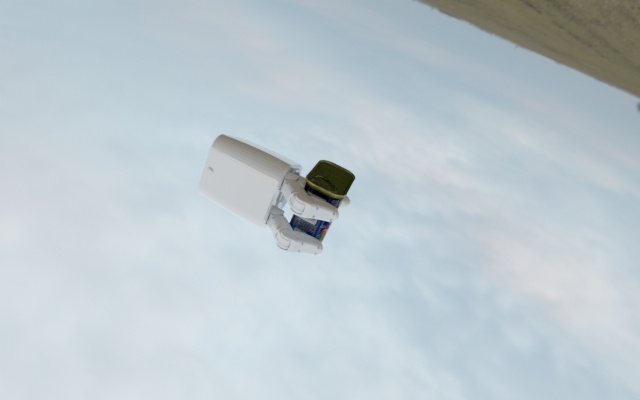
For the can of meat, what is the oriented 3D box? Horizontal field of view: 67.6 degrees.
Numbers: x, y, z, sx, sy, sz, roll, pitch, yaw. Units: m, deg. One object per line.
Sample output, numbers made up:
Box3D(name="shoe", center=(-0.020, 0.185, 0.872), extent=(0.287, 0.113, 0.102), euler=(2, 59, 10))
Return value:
Box3D(name="can of meat", center=(0.000, 0.002, 0.654), extent=(0.057, 0.084, 0.102), euler=(26, 25, 3))
